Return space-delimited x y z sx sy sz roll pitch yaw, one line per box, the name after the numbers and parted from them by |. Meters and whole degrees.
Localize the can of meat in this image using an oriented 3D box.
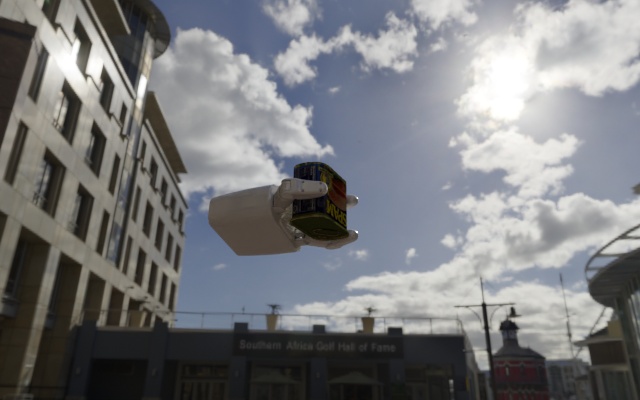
0.000 0.002 0.676 0.057 0.084 0.102 -10 -25 24 | can of meat
